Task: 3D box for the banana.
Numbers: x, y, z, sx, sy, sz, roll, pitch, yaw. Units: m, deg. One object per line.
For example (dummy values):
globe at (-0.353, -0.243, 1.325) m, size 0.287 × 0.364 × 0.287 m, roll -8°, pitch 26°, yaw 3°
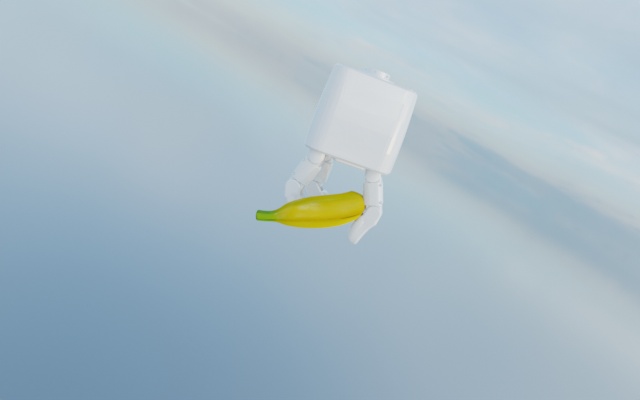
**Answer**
banana at (0.013, 0.007, 0.584) m, size 0.069 × 0.037 × 0.198 m, roll 18°, pitch 14°, yaw 34°
